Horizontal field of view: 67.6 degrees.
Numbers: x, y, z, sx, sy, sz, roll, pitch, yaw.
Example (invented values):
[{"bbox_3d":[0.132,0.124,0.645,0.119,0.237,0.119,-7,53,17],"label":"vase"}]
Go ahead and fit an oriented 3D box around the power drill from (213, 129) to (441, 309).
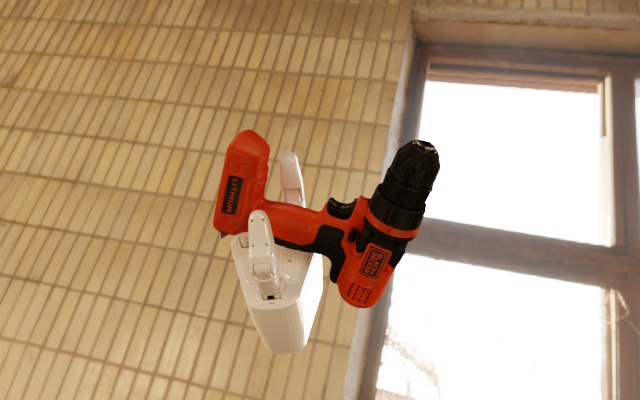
[{"bbox_3d":[0.000,0.002,0.451,0.187,0.184,0.057,23,29,6],"label":"power drill"}]
